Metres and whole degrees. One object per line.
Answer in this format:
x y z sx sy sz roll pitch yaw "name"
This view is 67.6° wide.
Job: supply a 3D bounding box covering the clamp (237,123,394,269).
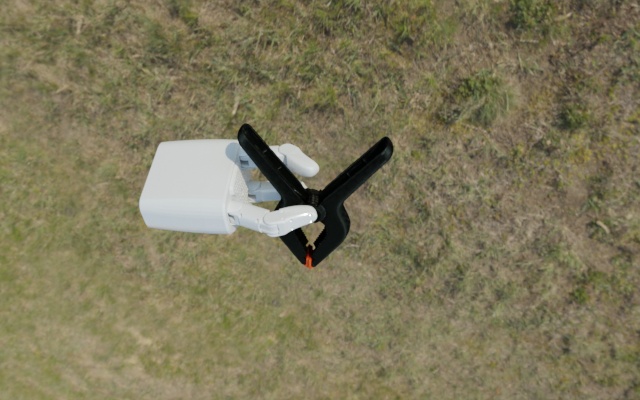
0.000 0.003 0.558 0.164 0.210 0.036 1 41 8 "clamp"
